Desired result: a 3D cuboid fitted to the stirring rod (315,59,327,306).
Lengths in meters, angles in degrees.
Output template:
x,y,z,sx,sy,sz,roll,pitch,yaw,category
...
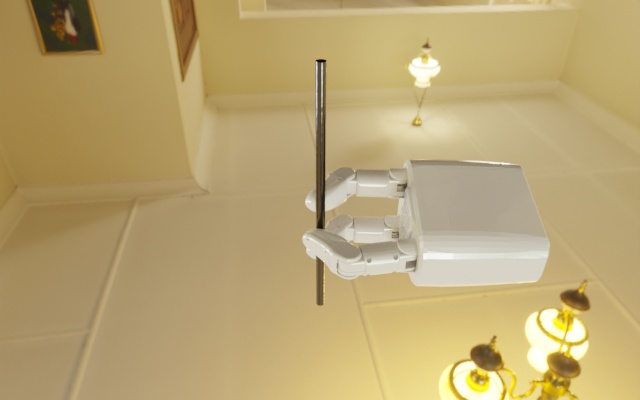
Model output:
x,y,z,sx,sy,sz,roll,pitch,yaw,category
0.000,0.001,0.404,0.011,0.240,0.011,0,34,0,stirring rod
